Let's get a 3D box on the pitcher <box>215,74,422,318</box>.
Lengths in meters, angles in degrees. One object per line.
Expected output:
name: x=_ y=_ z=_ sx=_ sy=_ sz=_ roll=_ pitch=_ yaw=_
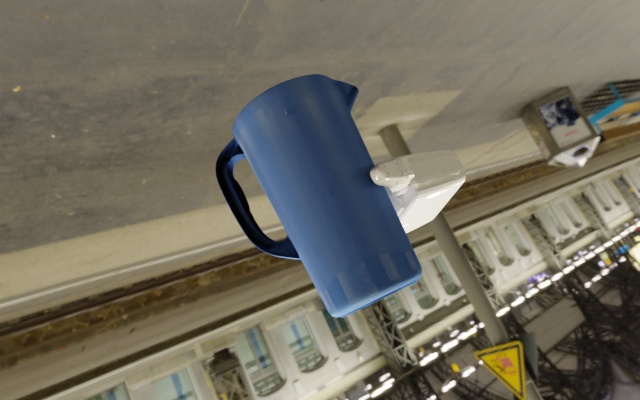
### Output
pitcher: x=0.000 y=0.002 z=0.524 sx=0.145 sy=0.242 sz=0.149 roll=-15 pitch=-17 yaw=-40
